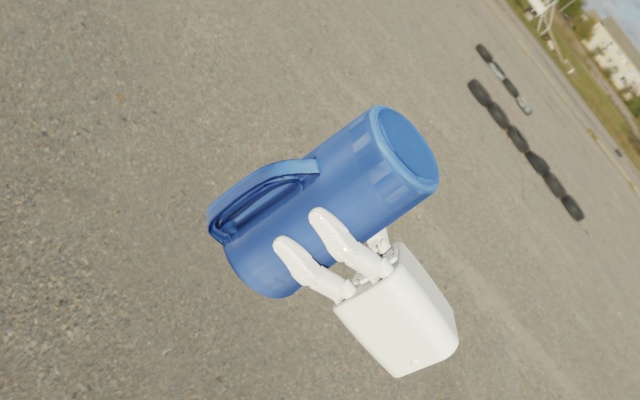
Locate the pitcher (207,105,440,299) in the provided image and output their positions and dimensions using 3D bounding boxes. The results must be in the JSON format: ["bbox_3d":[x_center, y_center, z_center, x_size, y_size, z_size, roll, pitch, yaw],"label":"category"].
[{"bbox_3d":[0.000,0.002,0.535,0.243,0.145,0.149,-37,3,32],"label":"pitcher"}]
